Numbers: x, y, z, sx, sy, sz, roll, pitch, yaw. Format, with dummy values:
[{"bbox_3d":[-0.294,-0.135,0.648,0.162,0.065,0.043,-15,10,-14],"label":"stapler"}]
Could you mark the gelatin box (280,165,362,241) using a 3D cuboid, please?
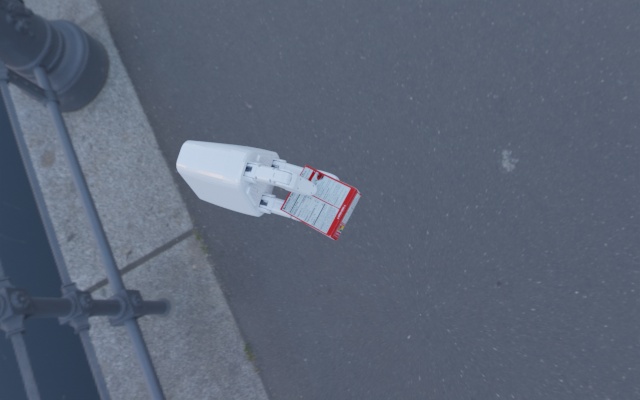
[{"bbox_3d":[0.000,0.002,0.653,0.089,0.073,0.030,27,-4,26],"label":"gelatin box"}]
